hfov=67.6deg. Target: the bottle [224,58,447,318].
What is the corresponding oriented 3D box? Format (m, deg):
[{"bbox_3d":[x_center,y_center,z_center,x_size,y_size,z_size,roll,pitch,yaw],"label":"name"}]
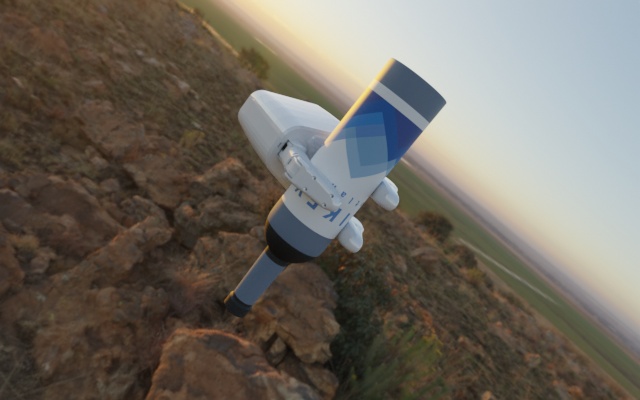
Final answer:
[{"bbox_3d":[0.000,0.001,0.470,0.069,0.296,0.069,37,13,-10],"label":"bottle"}]
